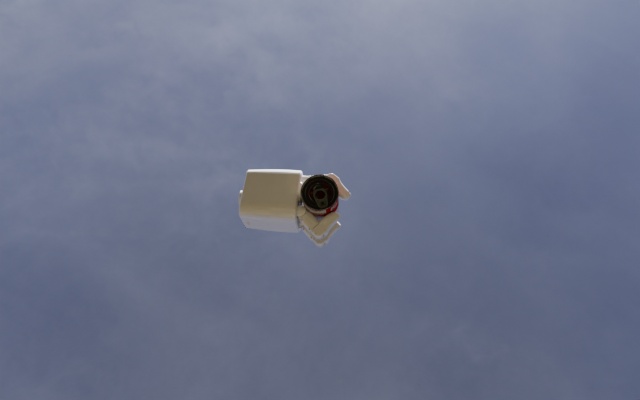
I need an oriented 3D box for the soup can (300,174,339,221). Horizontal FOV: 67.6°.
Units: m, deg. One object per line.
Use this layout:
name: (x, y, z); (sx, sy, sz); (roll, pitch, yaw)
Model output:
soup can: (0.001, 0.003, 0.886); (0.068, 0.068, 0.102); (0, -21, 2)
